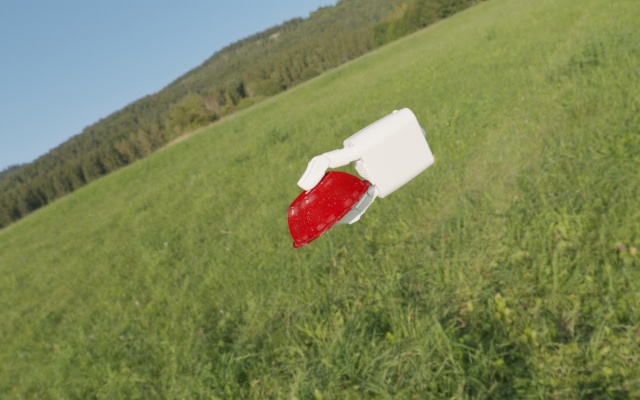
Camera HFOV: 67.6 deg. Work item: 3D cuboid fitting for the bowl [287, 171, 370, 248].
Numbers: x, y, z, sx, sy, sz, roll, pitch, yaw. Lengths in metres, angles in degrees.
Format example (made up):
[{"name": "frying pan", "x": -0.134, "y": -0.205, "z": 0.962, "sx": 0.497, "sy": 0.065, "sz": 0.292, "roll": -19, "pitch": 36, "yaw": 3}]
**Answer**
[{"name": "bowl", "x": -0.001, "y": 0.003, "z": 0.762, "sx": 0.162, "sy": 0.055, "sz": 0.162, "roll": -41, "pitch": 9, "yaw": 8}]
